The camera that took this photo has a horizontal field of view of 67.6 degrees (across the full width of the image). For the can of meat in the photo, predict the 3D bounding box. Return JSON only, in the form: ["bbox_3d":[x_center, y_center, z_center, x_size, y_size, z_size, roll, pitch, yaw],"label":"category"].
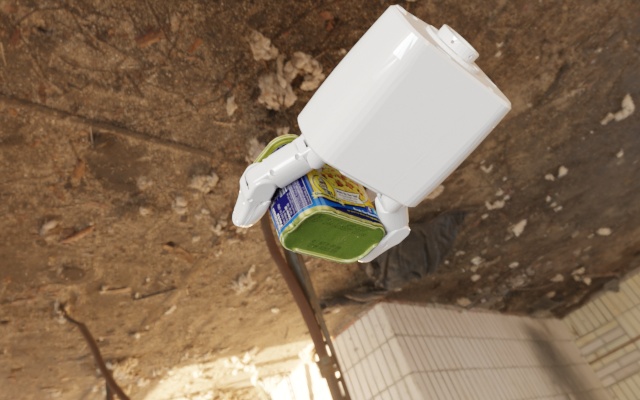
[{"bbox_3d":[0.000,0.002,0.410,0.102,0.084,0.057,18,-54,-42],"label":"can of meat"}]
